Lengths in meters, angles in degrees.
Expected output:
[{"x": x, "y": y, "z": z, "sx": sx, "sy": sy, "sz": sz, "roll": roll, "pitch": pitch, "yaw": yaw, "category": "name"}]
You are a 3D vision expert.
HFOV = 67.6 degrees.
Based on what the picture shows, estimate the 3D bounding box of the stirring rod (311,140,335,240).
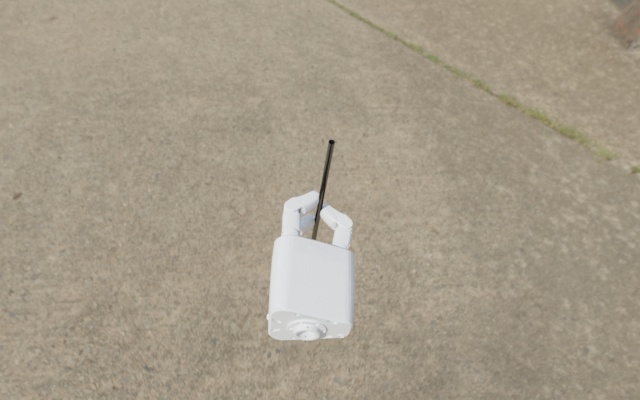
[{"x": 0.000, "y": 0.002, "z": 0.685, "sx": 0.011, "sy": 0.011, "sz": 0.240, "roll": 0, "pitch": -38, "yaw": -8, "category": "stirring rod"}]
